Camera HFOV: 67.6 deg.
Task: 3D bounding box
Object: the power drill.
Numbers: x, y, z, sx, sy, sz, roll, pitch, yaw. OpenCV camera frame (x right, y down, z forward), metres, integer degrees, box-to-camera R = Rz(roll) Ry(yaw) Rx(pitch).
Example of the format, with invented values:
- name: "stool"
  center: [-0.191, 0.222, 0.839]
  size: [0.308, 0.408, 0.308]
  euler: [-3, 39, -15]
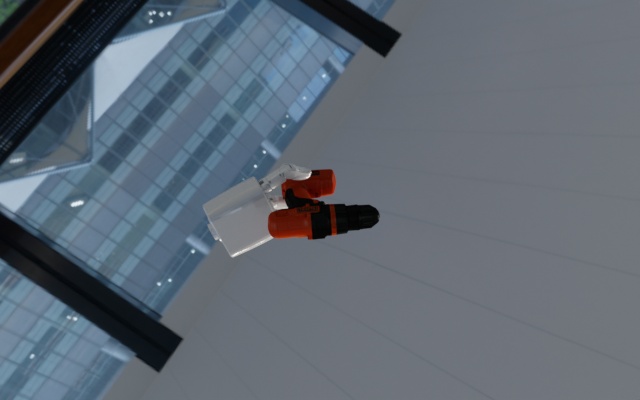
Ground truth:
- name: "power drill"
  center: [0.000, 0.003, 0.844]
  size: [0.184, 0.057, 0.187]
  euler: [-4, 24, -3]
